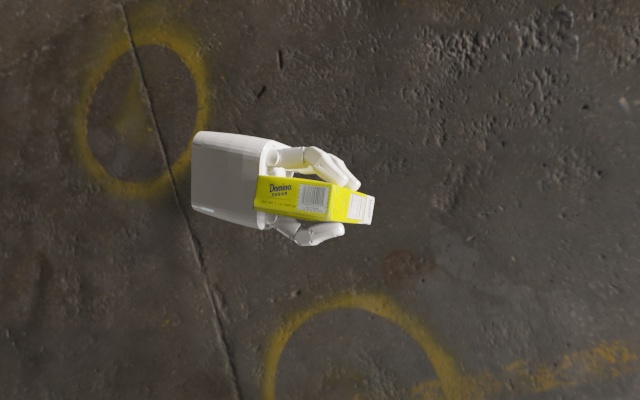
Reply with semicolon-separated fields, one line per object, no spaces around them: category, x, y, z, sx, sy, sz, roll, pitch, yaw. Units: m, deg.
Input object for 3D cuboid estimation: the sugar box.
sugar box;0.000;0.001;0.590;0.093;0.048;0.176;9;1;20
